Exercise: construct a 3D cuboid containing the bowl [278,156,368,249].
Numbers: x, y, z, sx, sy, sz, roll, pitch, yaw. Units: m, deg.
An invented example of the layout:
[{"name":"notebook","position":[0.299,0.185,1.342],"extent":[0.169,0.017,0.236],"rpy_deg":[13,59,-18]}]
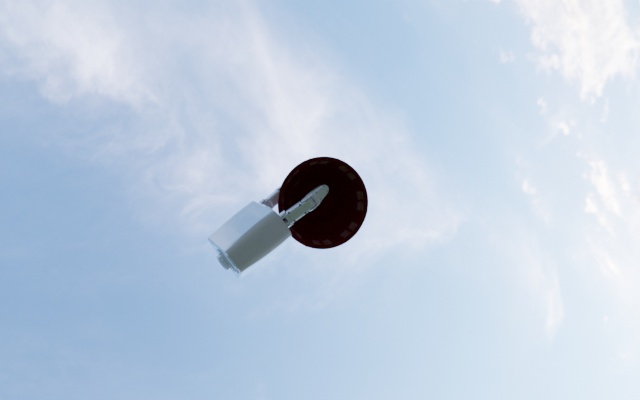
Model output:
[{"name":"bowl","position":[0.001,0.002,0.850],"extent":[0.162,0.162,0.055],"rpy_deg":[0,5,-14]}]
